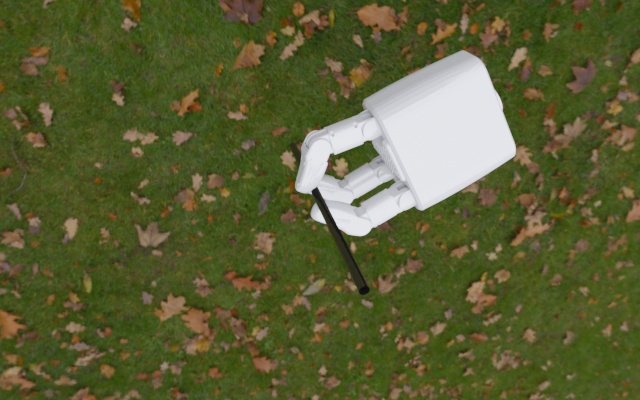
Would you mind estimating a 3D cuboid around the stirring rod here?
[{"bbox_3d":[0.000,0.001,0.436,0.011,0.011,0.239,0,31,-18],"label":"stirring rod"}]
